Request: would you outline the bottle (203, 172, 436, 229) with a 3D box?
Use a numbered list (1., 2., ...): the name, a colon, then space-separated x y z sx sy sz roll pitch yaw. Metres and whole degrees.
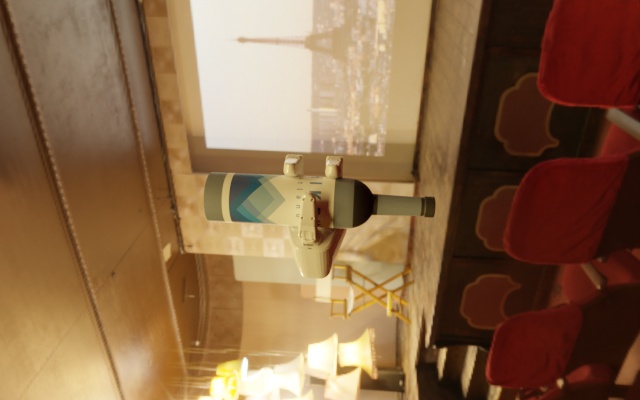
1. bottle: 0.000 0.002 0.628 0.296 0.069 0.069 3 0 4
